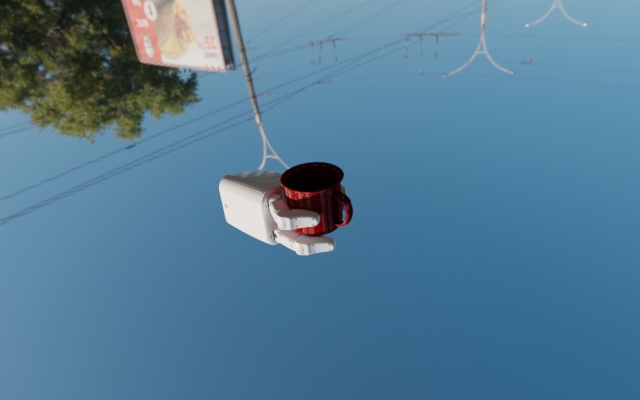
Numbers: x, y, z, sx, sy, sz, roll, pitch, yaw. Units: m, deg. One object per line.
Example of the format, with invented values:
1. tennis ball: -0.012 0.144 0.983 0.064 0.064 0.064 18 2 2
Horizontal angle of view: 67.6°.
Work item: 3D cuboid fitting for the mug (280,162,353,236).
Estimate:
1. mug: 0.001 0.003 0.703 0.117 0.081 0.093 19 39 35
